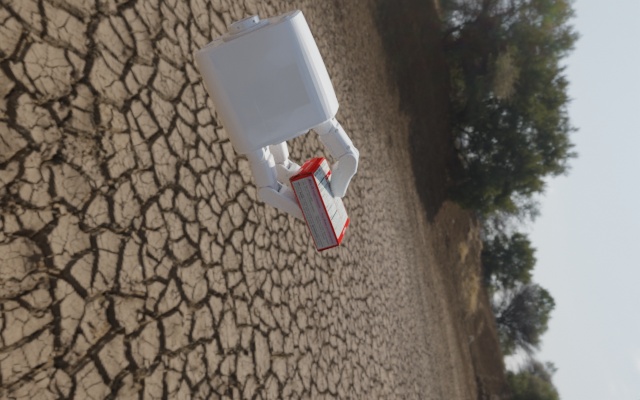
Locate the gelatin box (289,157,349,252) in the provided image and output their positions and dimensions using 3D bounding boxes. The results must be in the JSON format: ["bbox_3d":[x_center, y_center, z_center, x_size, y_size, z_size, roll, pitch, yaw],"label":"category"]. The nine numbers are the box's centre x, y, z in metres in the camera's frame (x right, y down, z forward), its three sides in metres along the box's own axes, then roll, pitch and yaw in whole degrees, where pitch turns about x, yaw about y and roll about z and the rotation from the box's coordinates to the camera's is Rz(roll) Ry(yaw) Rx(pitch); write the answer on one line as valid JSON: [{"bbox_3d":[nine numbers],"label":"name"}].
[{"bbox_3d":[0.001,0.002,0.537,0.030,0.089,0.073,-18,14,17],"label":"gelatin box"}]
